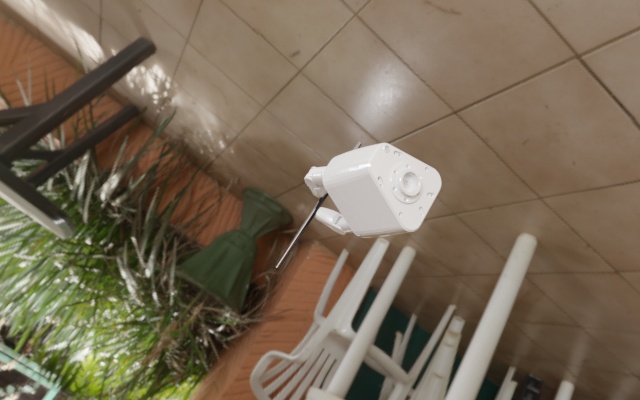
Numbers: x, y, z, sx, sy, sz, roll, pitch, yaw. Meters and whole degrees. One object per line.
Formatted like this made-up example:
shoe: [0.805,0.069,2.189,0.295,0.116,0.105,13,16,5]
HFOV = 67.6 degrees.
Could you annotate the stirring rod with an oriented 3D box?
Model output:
stirring rod: [0.000,0.002,0.714,0.011,0.239,0.011,28,-22,13]
